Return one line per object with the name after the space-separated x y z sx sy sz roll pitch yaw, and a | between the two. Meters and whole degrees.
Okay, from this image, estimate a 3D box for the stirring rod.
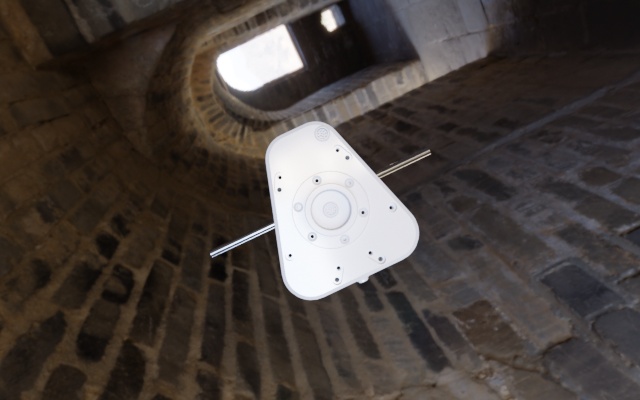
0.000 0.001 0.477 0.239 0.011 0.011 -25 0 -1 | stirring rod
